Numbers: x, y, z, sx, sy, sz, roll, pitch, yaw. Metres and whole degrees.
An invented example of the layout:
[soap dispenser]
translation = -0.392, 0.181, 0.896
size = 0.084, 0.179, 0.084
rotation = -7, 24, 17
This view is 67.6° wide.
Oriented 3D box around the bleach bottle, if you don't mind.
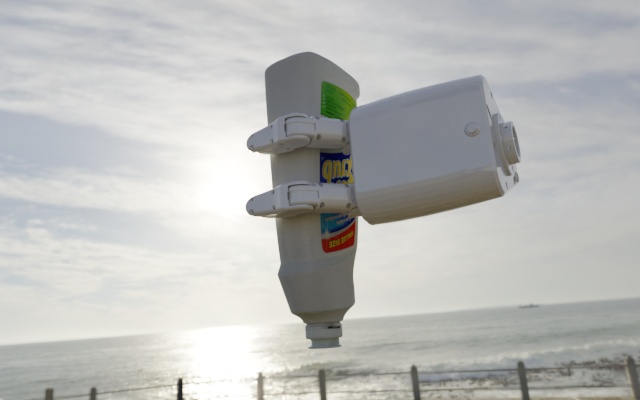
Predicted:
[bleach bottle]
translation = 0.000, 0.001, 0.431
size = 0.068, 0.250, 0.102
rotation = -12, -16, 31
